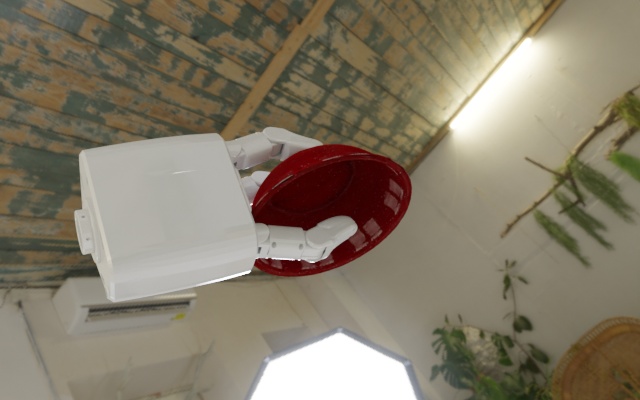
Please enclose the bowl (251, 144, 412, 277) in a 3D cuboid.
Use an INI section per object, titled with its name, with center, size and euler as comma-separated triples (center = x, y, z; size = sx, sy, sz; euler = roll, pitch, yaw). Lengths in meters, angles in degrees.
[bowl]
center = 0.001, 0.001, 0.443
size = 0.162, 0.055, 0.162
euler = -15, -39, -13
